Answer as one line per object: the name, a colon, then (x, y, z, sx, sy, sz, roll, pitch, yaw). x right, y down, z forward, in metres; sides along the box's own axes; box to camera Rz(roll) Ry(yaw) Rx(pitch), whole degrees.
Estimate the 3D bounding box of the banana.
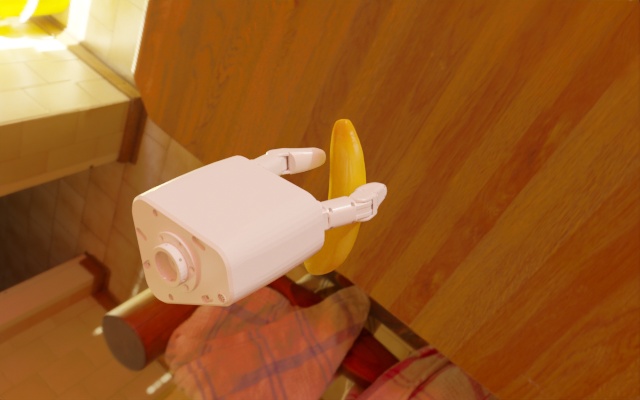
banana: (0.012, 0.015, 0.494, 0.069, 0.198, 0.037, 39, 40, 24)
